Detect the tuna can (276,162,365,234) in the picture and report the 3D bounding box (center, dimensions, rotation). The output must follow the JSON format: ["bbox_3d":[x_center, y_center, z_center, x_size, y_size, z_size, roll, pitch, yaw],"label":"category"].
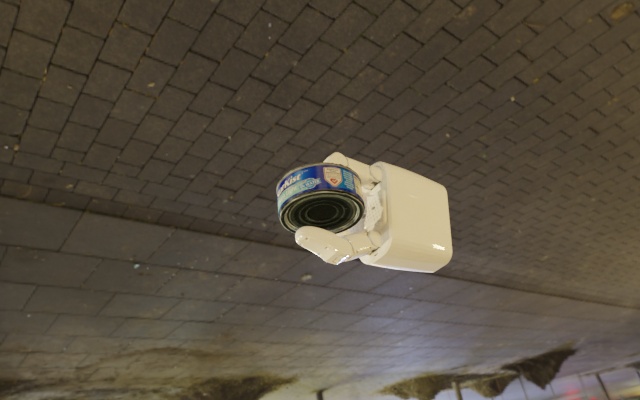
[{"bbox_3d":[0.000,0.002,0.471,0.086,0.033,0.086,-5,-34,-3],"label":"tuna can"}]
